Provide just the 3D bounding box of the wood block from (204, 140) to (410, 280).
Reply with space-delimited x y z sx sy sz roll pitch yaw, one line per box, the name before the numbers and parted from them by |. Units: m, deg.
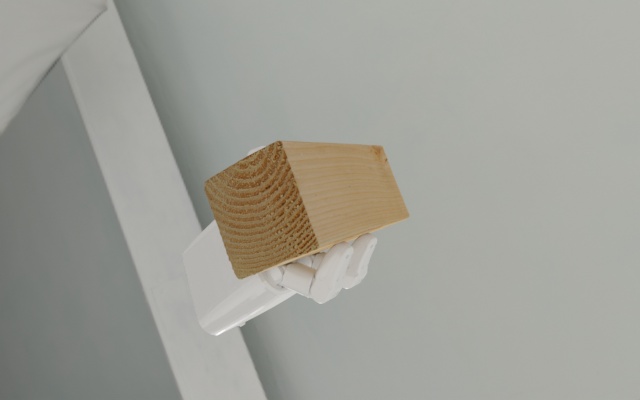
wood block | 0.000 0.001 0.467 0.090 0.091 0.206 -25 -7 29
